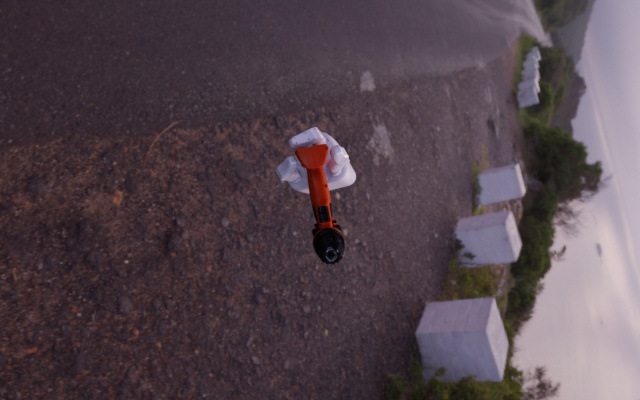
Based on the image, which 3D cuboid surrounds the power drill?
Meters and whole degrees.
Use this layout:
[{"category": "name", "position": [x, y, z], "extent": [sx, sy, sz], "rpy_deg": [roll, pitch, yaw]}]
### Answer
[{"category": "power drill", "position": [0.000, 0.002, 0.788], "extent": [0.057, 0.188, 0.184], "rpy_deg": [-9, 8, -2]}]
